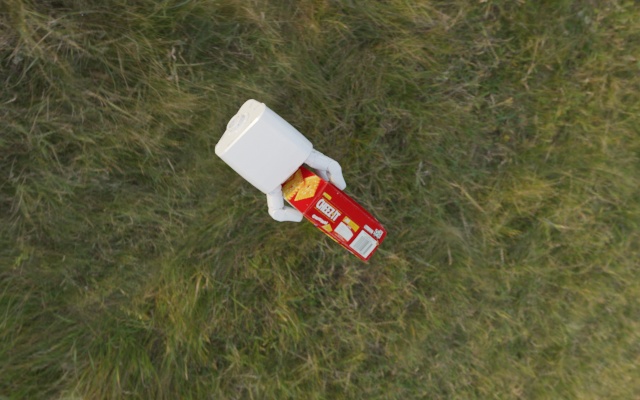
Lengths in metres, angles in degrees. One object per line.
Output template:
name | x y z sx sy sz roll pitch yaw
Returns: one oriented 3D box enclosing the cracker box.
cracker box | 0.000 0.003 0.854 0.164 0.072 0.213 38 0 -33
